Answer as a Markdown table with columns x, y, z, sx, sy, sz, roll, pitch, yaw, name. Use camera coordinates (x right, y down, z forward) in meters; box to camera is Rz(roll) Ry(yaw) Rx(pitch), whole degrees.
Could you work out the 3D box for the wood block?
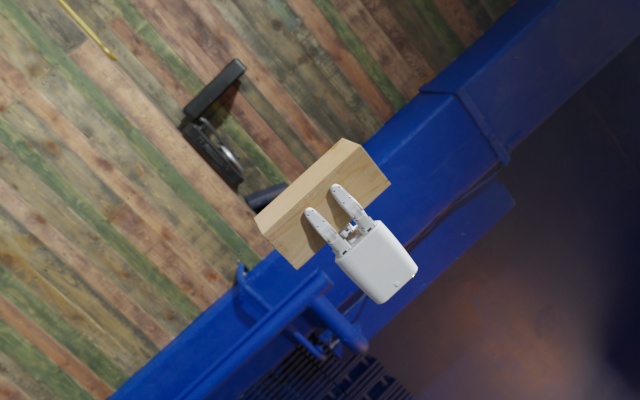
| x | y | z | sx | sy | sz | roll | pitch | yaw | name |
| --- | --- | --- | --- | --- | --- | --- | --- | --- | --- |
| 0.000 | 0.003 | 0.792 | 0.206 | 0.090 | 0.090 | -42 | 22 | -3 | wood block |
